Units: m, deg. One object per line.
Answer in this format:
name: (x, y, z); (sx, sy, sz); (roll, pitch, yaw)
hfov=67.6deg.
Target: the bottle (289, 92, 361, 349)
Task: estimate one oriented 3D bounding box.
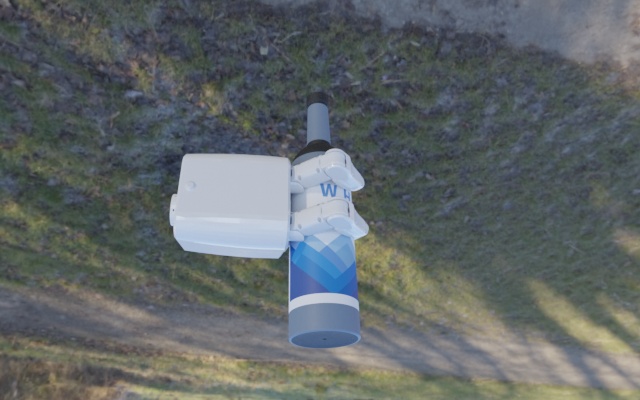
bottle: (0.000, 0.002, 0.513); (0.069, 0.295, 0.069); (-1, -31, -1)
